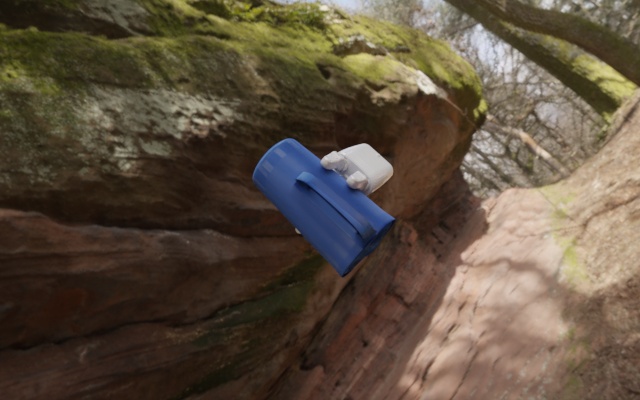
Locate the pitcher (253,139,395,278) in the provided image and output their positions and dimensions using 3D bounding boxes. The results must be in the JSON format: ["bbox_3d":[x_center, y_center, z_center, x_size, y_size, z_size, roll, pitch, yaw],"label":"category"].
[{"bbox_3d":[0.000,0.003,0.819,0.243,0.149,0.145,42,35,12],"label":"pitcher"}]
